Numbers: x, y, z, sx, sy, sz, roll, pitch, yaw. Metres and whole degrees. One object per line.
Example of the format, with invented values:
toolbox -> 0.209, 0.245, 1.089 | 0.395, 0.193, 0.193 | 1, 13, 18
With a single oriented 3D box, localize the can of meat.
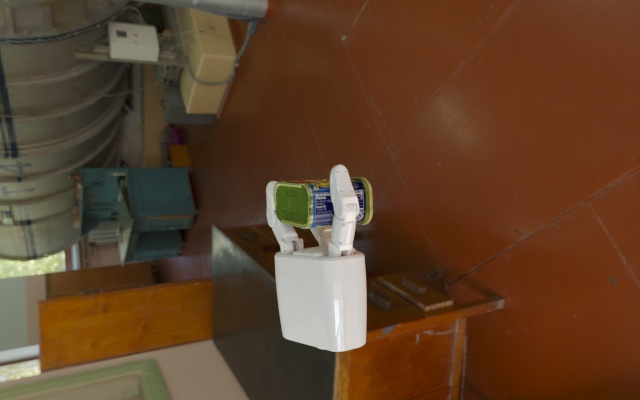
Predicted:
can of meat -> 0.000, 0.002, 0.583 | 0.084, 0.057, 0.102 | -5, 6, -29
